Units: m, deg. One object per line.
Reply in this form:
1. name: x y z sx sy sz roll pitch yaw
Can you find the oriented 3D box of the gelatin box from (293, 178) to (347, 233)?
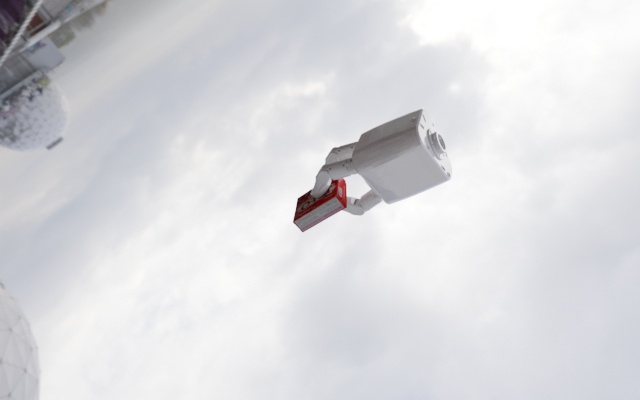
1. gelatin box: 0.000 0.003 0.768 0.089 0.030 0.073 -32 24 21
